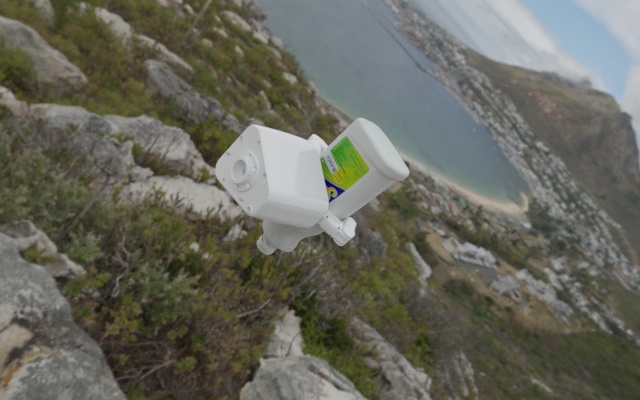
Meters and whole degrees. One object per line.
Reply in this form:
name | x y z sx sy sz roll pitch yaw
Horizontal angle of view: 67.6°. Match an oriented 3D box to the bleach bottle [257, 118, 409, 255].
bleach bottle | 0.000 0.002 0.680 0.251 0.102 0.068 -42 -31 25
